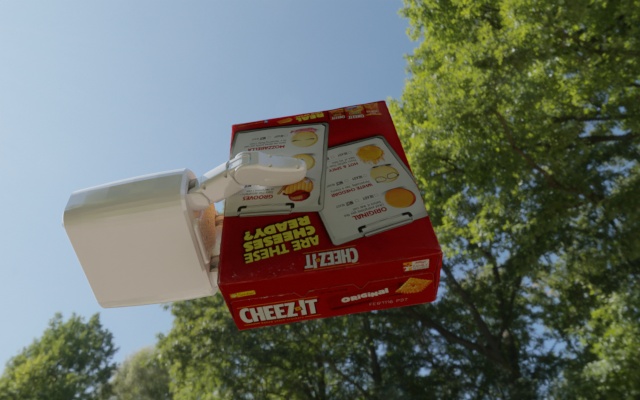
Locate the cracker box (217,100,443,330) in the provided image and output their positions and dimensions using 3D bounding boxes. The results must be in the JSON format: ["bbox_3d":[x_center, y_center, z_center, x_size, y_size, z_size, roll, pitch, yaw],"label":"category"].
[{"bbox_3d":[0.000,0.001,0.436,0.164,0.072,0.213,-9,42,1],"label":"cracker box"}]
